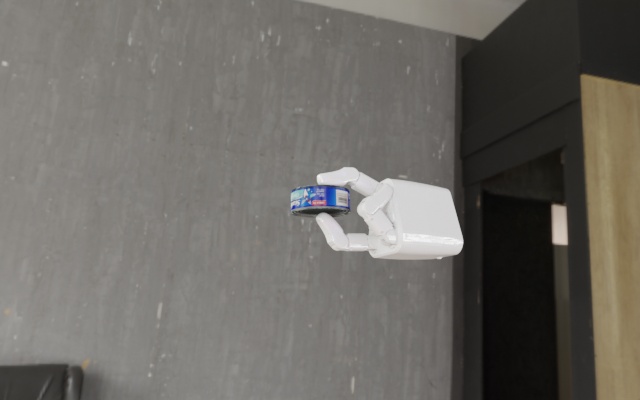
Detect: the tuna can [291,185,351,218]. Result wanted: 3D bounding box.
[{"bbox_3d":[0.000,0.002,0.681,0.086,0.033,0.086,-1,-10,0],"label":"tuna can"}]
